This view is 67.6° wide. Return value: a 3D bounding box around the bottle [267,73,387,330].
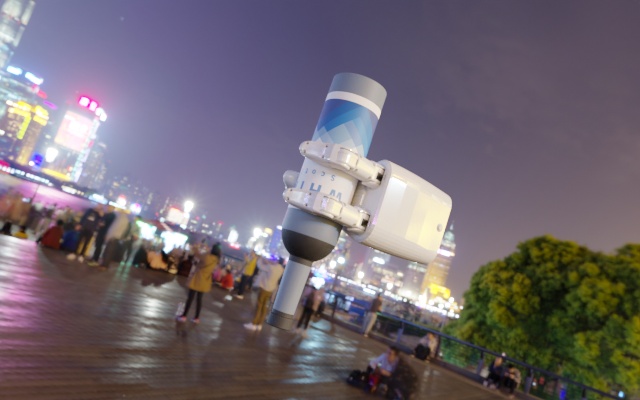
[{"bbox_3d":[0.000,0.002,0.549,0.069,0.295,0.069,18,-8,3],"label":"bottle"}]
